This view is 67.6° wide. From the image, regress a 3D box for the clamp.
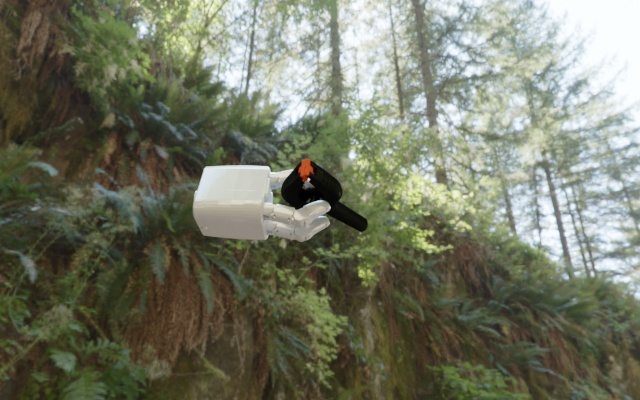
[{"bbox_3d":[0.000,0.002,0.764,0.164,0.036,0.210,2,-28,1],"label":"clamp"}]
